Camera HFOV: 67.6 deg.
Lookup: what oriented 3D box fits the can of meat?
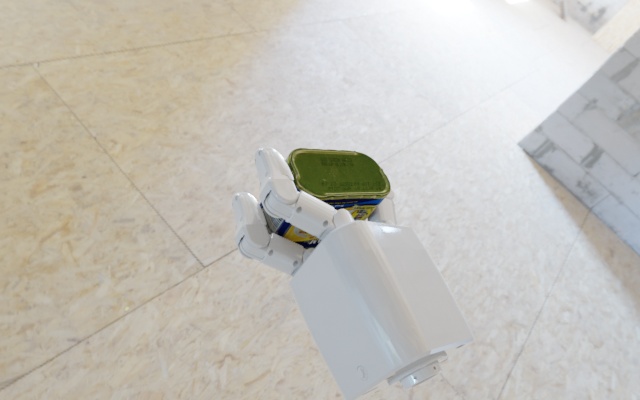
[{"bbox_3d":[0.000,0.001,0.423,0.102,0.057,0.084,-2,-36,-35],"label":"can of meat"}]
